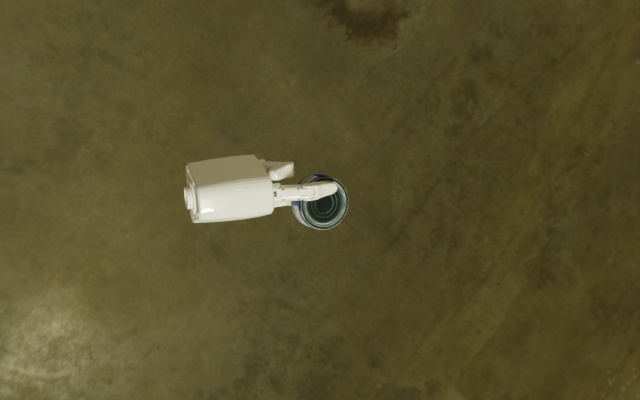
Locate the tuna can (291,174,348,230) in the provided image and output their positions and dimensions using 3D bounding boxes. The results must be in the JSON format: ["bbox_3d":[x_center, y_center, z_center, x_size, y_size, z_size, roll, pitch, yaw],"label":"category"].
[{"bbox_3d":[0.000,0.003,0.744,0.086,0.086,0.033,0,8,-26],"label":"tuna can"}]
